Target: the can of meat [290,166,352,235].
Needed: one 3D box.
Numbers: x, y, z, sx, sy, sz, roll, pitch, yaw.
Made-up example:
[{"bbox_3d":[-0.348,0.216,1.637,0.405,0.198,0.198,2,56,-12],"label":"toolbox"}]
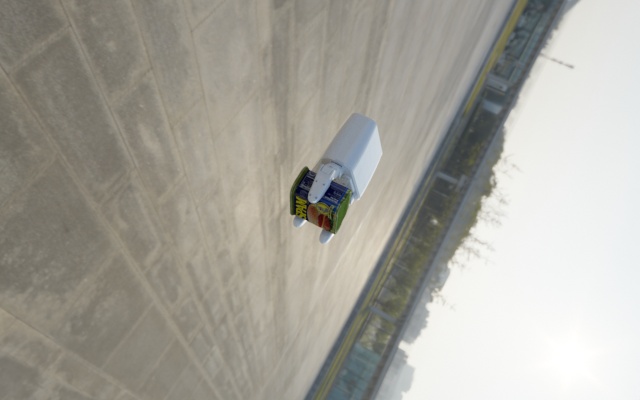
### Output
[{"bbox_3d":[0.000,0.003,0.775,0.084,0.057,0.102,26,-27,11],"label":"can of meat"}]
